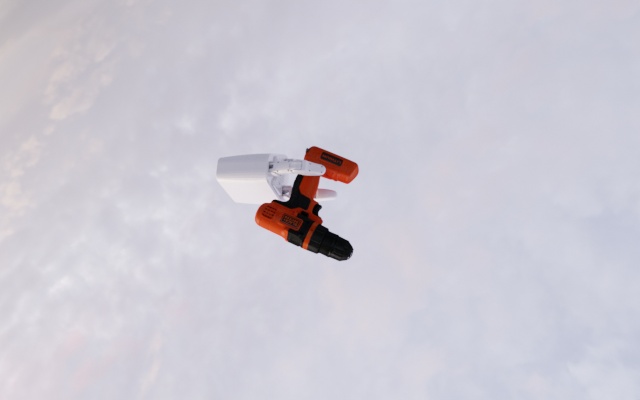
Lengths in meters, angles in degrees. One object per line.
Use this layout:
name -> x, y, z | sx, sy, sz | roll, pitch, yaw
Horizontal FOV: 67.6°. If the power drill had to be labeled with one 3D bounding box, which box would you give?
power drill -> 0.000, 0.002, 0.861 | 0.184, 0.187, 0.057 | 24, -28, 8
